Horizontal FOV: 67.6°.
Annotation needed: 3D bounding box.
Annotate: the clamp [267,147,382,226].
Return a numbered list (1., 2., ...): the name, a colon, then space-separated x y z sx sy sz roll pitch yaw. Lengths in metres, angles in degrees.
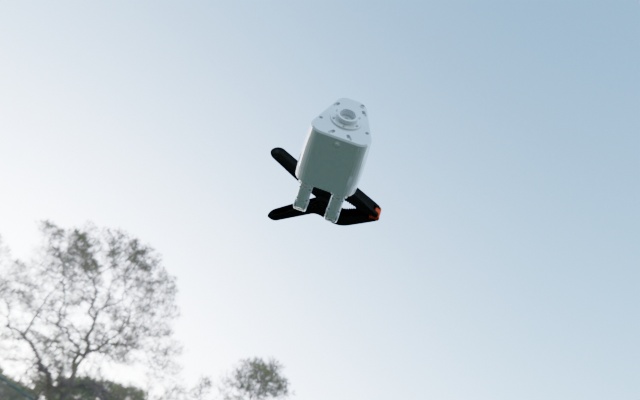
1. clamp: 0.001 0.002 0.841 0.210 0.165 0.036 20 45 2
